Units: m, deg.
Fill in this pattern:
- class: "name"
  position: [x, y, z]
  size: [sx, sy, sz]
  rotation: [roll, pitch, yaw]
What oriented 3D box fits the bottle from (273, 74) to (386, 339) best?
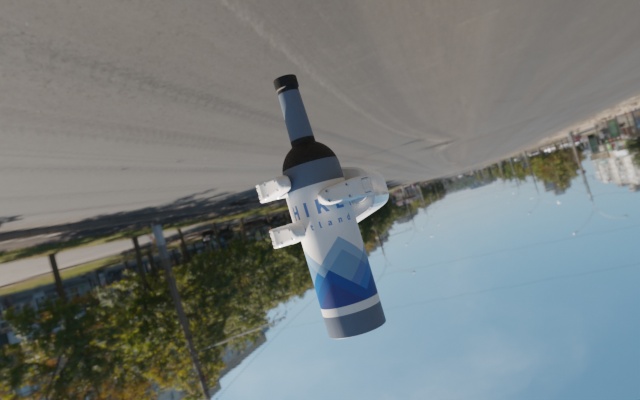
- class: "bottle"
  position: [0.000, 0.002, 0.539]
  size: [0.069, 0.295, 0.069]
  rotation: [-16, -3, -1]
